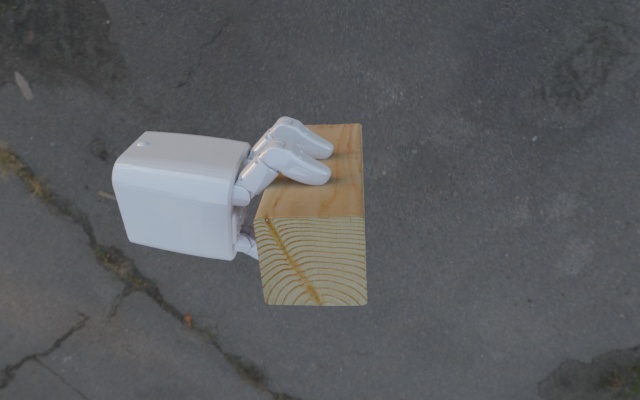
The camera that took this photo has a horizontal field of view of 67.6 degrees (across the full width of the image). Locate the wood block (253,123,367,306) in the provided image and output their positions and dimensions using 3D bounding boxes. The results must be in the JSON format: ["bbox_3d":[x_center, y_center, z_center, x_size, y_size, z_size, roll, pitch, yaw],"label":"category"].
[{"bbox_3d":[0.000,0.002,0.477,0.090,0.091,0.206,-1,29,5],"label":"wood block"}]
